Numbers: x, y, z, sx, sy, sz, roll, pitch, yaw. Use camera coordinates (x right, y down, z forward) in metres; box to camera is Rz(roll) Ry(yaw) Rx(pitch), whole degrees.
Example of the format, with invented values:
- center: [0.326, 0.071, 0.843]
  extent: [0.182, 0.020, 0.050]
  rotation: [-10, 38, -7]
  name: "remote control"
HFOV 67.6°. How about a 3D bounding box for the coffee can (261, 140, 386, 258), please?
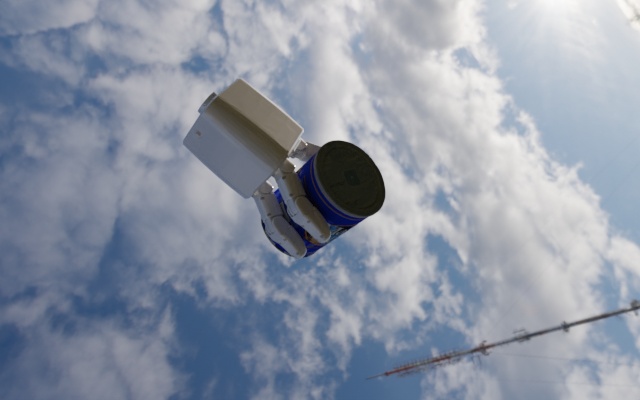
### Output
- center: [0.000, 0.002, 0.616]
  extent: [0.103, 0.102, 0.140]
  rotation: [0, -26, -37]
  name: "coffee can"
